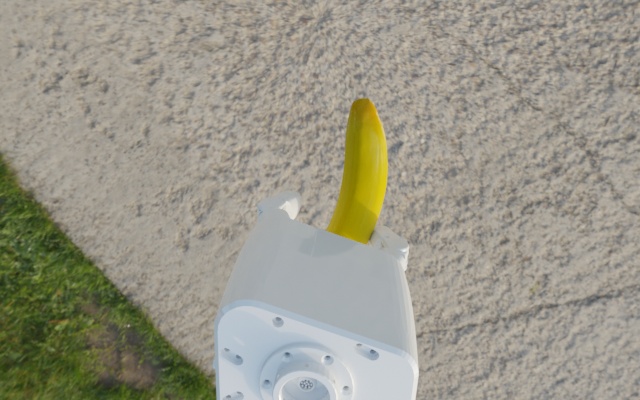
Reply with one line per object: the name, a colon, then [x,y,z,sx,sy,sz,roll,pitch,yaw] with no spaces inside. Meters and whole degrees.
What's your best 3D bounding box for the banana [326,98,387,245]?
banana: [0.015,0.013,0.412,0.069,0.198,0.037,29,19,-2]
